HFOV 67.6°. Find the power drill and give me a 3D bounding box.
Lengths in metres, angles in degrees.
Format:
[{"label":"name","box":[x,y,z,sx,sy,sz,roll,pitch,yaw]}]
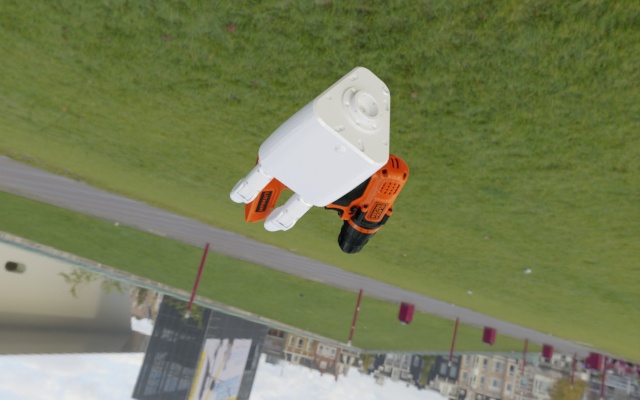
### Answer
[{"label":"power drill","box":[0.000,0.002,0.624,0.187,0.057,0.185,7,-43,-16]}]
